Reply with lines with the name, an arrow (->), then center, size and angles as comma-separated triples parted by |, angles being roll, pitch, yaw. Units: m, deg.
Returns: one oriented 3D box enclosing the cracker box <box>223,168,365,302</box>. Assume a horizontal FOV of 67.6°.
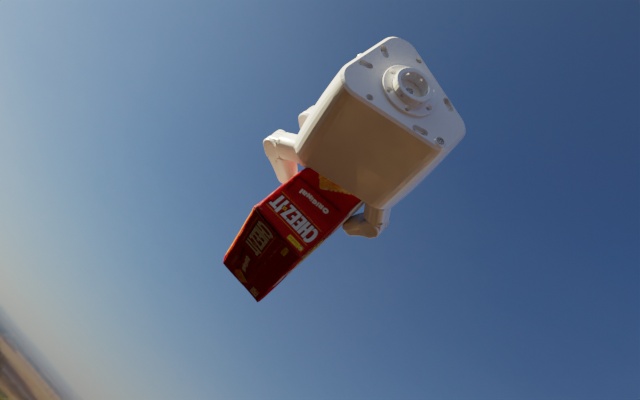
cracker box -> 0.000, 0.002, 0.539 | 0.213, 0.072, 0.164 | -41, -6, -33
